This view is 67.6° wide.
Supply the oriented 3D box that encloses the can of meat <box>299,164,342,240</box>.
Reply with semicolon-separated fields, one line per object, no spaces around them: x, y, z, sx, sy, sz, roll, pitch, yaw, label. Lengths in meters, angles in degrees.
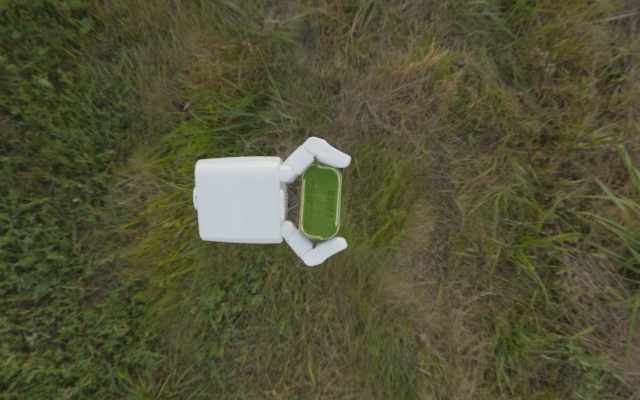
0.000;0.002;0.644;0.057;0.102;0.084;3;0;1;can of meat
